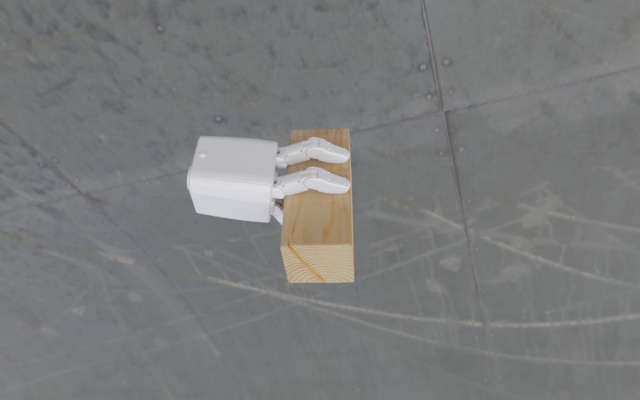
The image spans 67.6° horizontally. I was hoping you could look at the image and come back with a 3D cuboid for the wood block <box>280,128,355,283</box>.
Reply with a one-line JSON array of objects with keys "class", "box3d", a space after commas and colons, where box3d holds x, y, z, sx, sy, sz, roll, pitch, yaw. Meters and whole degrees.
[{"class": "wood block", "box3d": [0.000, 0.002, 0.666, 0.090, 0.206, 0.091, -2, -40, 4]}]
